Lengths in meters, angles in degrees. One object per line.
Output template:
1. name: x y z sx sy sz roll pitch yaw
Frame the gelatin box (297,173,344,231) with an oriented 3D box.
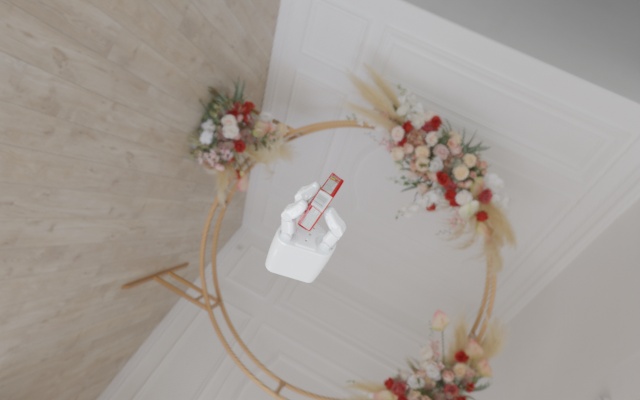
1. gelatin box: 0.001 0.003 0.848 0.030 0.089 0.073 35 32 1
